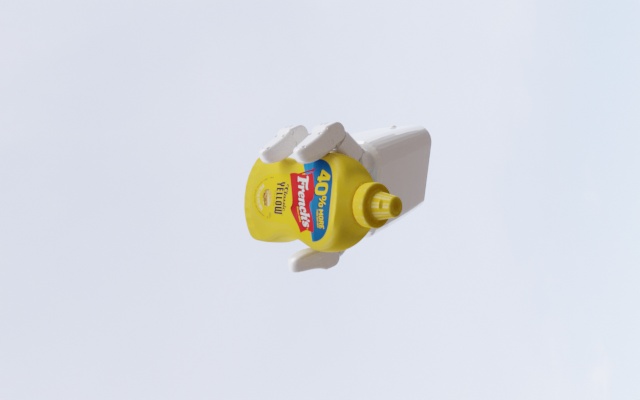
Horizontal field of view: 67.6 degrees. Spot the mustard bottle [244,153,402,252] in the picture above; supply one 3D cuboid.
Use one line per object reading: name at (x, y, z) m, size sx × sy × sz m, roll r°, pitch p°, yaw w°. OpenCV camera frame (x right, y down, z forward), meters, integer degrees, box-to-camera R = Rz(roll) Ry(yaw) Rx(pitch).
mustard bottle at (0.000, 0.002, 0.475) m, size 0.058 × 0.096 × 0.191 m, roll 9°, pitch -3°, yaw -43°
